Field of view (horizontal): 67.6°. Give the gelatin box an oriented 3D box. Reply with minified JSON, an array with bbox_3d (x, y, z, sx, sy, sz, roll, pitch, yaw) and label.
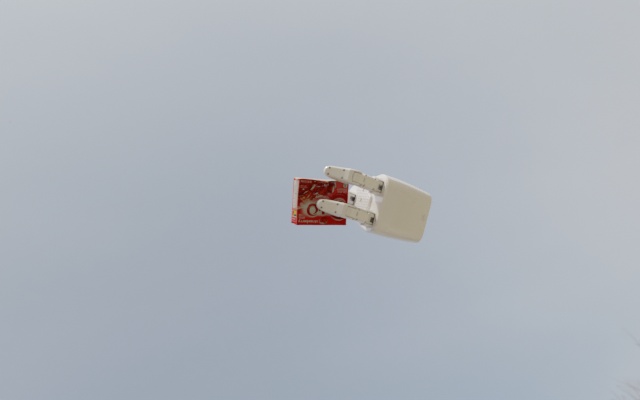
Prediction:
[{"bbox_3d":[0.000,0.002,0.762,0.089,0.073,0.030,2,4,-24],"label":"gelatin box"}]
